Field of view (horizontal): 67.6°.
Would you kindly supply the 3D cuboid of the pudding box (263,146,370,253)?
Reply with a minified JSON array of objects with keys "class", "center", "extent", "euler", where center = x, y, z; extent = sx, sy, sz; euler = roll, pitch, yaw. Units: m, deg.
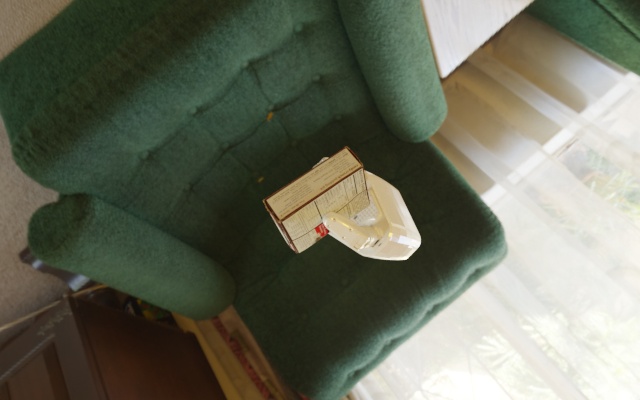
[{"class":"pudding box","center":[0.000,0.002,0.545],"extent":[0.113,0.039,0.090],"euler":[-35,-30,-9]}]
